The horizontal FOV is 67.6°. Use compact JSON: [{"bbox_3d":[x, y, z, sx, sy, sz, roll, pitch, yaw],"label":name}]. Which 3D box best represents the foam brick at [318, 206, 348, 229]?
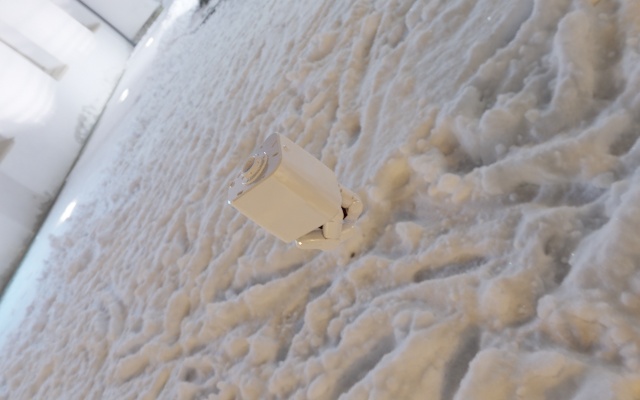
[{"bbox_3d":[0.000,0.002,0.712,0.051,0.053,0.078,35,24,-29],"label":"foam brick"}]
